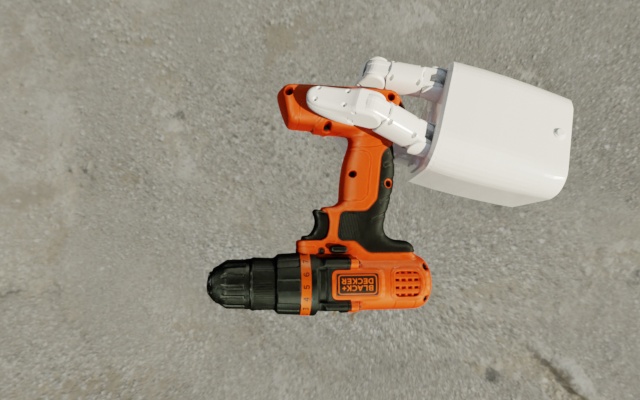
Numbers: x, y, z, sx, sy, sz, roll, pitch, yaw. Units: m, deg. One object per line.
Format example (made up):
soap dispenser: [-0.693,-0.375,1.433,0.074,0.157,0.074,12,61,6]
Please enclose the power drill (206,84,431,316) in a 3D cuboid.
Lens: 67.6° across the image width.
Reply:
power drill: [0.000,0.001,0.401,0.184,0.187,0.057,1,-3,-9]
